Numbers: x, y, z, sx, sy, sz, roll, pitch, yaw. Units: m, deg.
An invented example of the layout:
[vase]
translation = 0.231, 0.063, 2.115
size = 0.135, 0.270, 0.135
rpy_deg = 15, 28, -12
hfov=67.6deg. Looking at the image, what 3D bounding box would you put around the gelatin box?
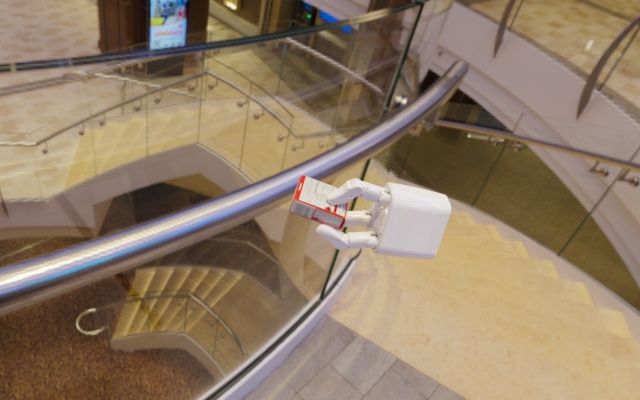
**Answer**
[gelatin box]
translation = 0.000, 0.002, 0.774
size = 0.089, 0.030, 0.073
rpy_deg = 21, 36, -5
